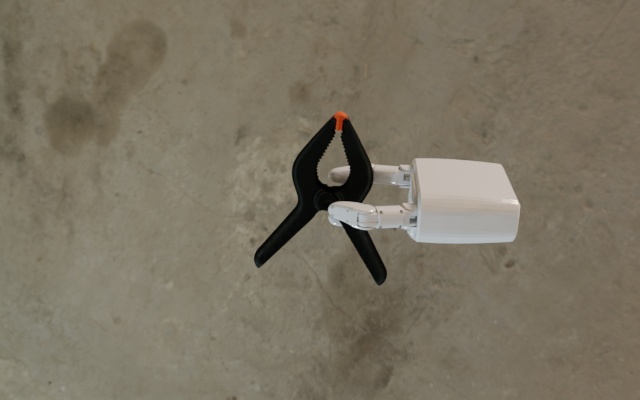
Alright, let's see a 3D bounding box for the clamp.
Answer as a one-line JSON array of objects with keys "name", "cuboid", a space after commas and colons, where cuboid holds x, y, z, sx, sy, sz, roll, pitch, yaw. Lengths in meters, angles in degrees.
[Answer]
[{"name": "clamp", "cuboid": [0.000, 0.002, 0.564, 0.164, 0.210, 0.036, 1, 17, 3]}]
